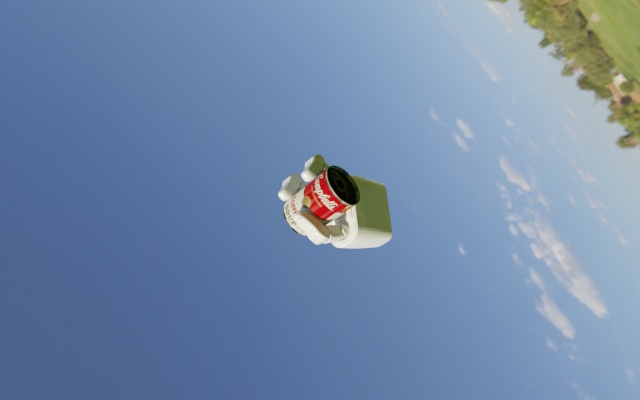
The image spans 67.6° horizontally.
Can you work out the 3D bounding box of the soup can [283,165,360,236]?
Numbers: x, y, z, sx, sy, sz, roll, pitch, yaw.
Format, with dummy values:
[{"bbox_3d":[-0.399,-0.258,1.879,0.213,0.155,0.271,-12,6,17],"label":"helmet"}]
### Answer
[{"bbox_3d":[0.000,0.003,0.722,0.102,0.068,0.068,-36,-22,34],"label":"soup can"}]
